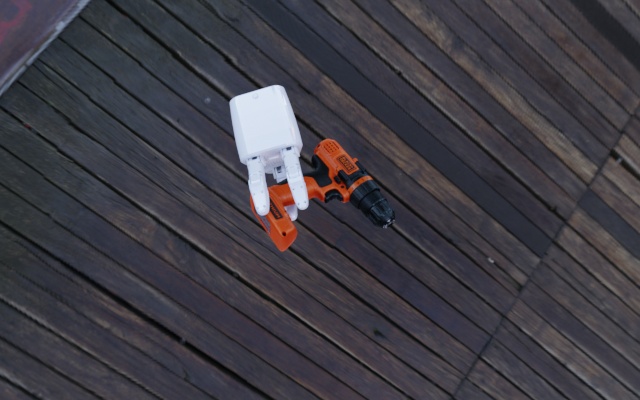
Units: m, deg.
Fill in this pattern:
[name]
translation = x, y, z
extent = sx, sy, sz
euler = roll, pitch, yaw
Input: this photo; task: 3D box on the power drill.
[power drill]
translation = 0.000, 0.002, 0.747
extent = 0.187, 0.184, 0.057
euler = -28, -28, -23
